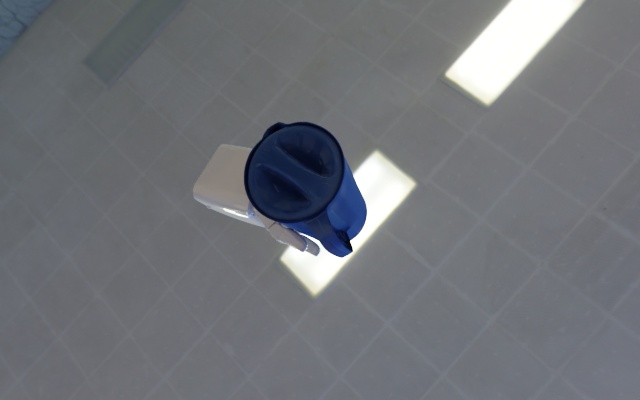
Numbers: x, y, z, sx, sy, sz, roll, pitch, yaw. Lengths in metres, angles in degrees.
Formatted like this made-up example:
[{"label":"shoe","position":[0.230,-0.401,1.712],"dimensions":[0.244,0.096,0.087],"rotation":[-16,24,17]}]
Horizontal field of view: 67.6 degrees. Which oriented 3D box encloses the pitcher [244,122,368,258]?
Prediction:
[{"label":"pitcher","position":[0.000,0.002,0.695],"dimensions":[0.145,0.149,0.243],"rotation":[14,-11,20]}]
